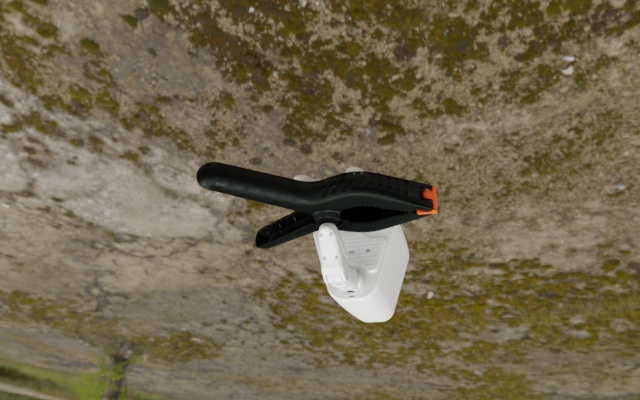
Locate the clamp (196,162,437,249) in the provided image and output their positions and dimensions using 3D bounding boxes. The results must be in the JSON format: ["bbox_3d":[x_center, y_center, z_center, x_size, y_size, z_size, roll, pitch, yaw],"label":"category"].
[{"bbox_3d":[0.001,0.002,0.450,0.210,0.036,0.165,-7,-27,18],"label":"clamp"}]
